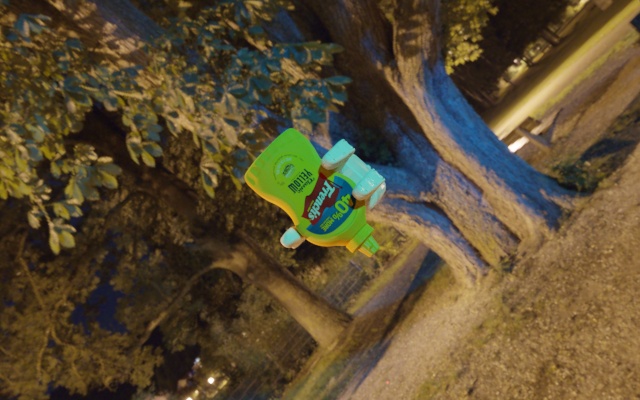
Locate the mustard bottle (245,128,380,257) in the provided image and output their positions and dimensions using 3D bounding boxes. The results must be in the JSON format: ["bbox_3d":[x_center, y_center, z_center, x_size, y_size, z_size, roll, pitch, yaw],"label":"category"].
[{"bbox_3d":[0.000,0.002,0.620,0.191,0.096,0.058,43,-6,7],"label":"mustard bottle"}]
